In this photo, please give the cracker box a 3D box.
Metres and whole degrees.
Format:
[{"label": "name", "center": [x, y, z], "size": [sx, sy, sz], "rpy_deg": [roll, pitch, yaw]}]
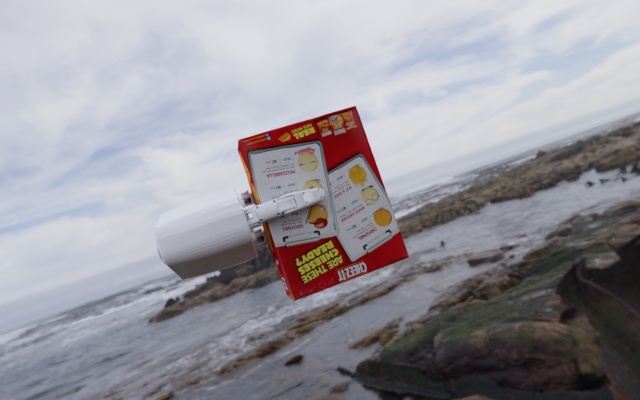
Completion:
[{"label": "cracker box", "center": [0.000, 0.002, 0.636], "size": [0.164, 0.213, 0.072], "rpy_deg": [-19, -2, -12]}]
